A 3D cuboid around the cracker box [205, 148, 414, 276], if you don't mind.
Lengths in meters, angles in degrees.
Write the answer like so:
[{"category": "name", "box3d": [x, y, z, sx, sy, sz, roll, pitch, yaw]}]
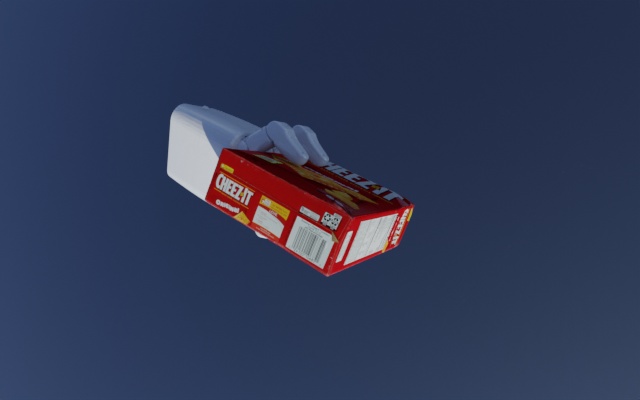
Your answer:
[{"category": "cracker box", "box3d": [0.000, 0.002, 0.560, 0.164, 0.072, 0.213, 28, 15, 23]}]
